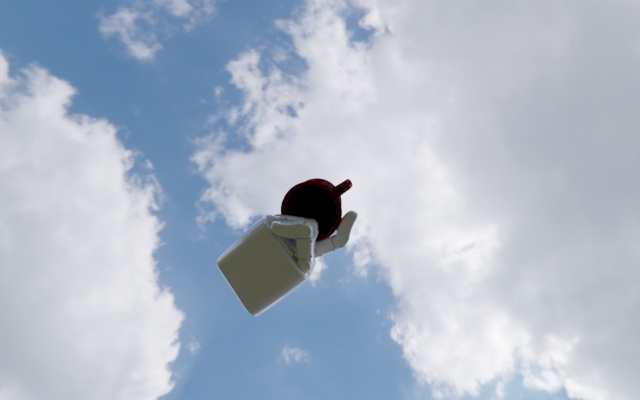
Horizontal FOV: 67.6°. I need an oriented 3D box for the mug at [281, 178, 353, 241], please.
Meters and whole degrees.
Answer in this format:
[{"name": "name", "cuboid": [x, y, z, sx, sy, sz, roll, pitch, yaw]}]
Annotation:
[{"name": "mug", "cuboid": [0.001, 0.001, 0.749, 0.117, 0.093, 0.081, -37, 4, 12]}]
